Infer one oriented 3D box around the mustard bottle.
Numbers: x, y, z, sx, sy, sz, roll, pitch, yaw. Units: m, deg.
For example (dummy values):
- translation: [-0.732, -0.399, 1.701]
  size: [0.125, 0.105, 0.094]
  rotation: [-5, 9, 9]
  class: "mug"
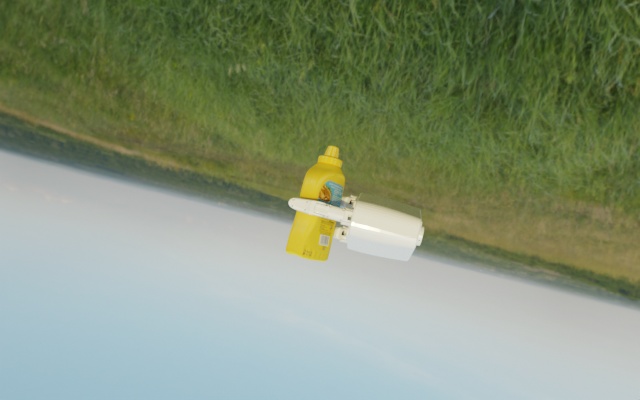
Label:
- translation: [0.000, 0.003, 0.797]
  size: [0.058, 0.191, 0.096]
  rotation: [12, -4, 31]
  class: "mustard bottle"
